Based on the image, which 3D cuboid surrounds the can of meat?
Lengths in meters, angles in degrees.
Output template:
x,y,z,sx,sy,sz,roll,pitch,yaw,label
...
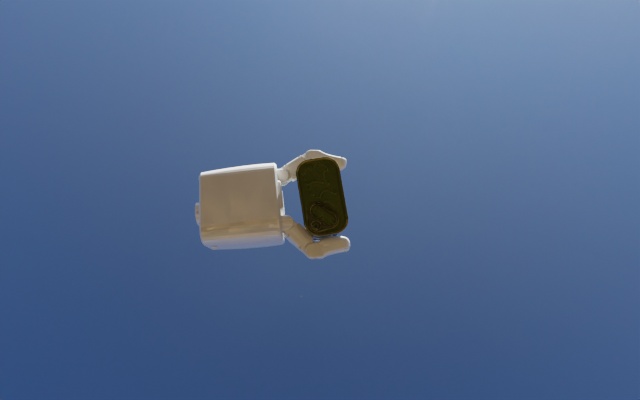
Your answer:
x,y,z,sx,sy,sz,roll,pitch,yaw,label
0.000,0.002,0.650,0.057,0.102,0.084,-9,-11,-5,can of meat
